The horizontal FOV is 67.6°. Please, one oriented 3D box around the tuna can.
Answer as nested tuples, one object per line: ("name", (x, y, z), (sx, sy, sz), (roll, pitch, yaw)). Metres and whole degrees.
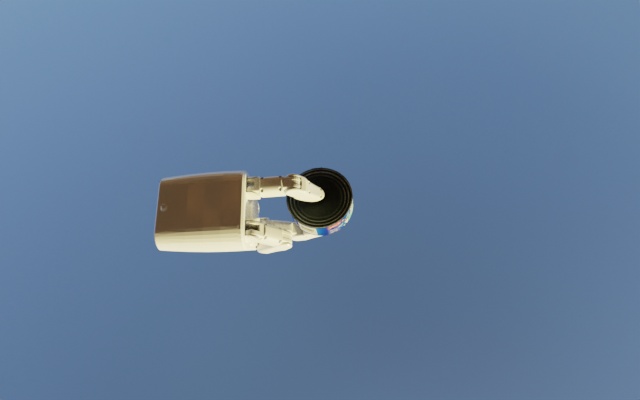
("tuna can", (0.000, 0.002, 0.625), (0.086, 0.086, 0.034), (0, -25, 7))
